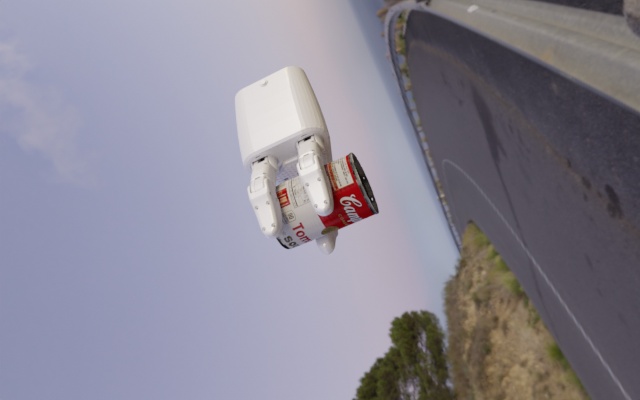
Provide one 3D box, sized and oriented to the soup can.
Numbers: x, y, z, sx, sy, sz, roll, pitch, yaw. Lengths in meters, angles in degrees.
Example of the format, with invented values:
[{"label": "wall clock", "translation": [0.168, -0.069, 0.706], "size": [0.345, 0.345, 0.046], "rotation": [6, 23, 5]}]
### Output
[{"label": "soup can", "translation": [0.000, 0.002, 0.492], "size": [0.102, 0.068, 0.068], "rotation": [-23, -5, 11]}]
